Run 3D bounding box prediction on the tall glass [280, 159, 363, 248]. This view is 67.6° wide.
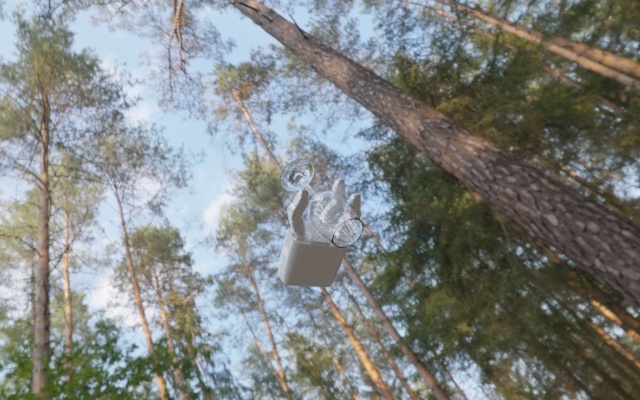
[{"bbox_3d":[0.000,0.002,0.877,0.079,0.079,0.201,0,32,-34],"label":"tall glass"}]
